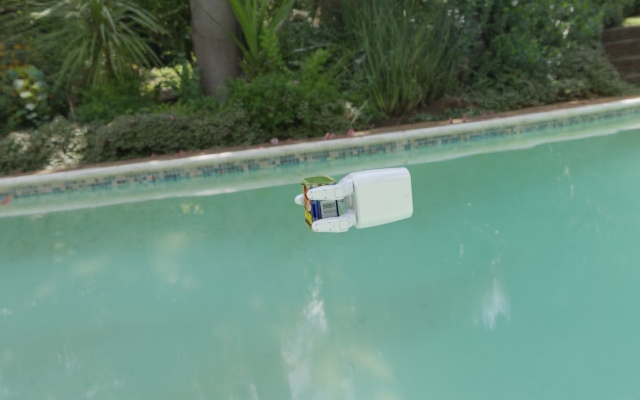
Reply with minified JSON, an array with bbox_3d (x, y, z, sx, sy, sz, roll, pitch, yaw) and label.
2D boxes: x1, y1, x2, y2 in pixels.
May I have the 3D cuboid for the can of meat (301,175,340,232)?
[{"bbox_3d":[0.000,0.002,0.853,0.057,0.084,0.102,-8,11,-10],"label":"can of meat"}]
